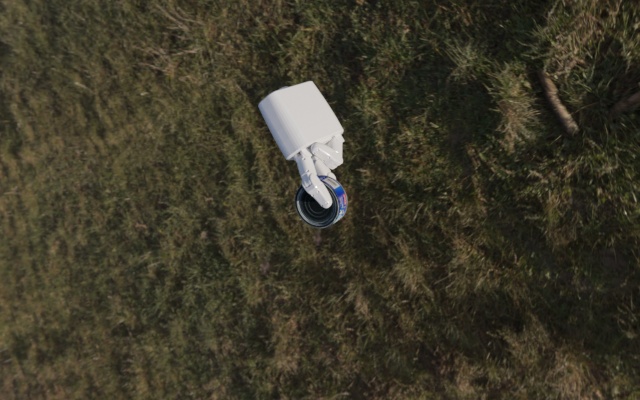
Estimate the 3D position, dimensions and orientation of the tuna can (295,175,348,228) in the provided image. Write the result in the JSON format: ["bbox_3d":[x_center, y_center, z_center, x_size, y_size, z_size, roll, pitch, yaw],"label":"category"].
[{"bbox_3d":[0.000,0.003,0.803,0.086,0.086,0.033,0,15,28],"label":"tuna can"}]
